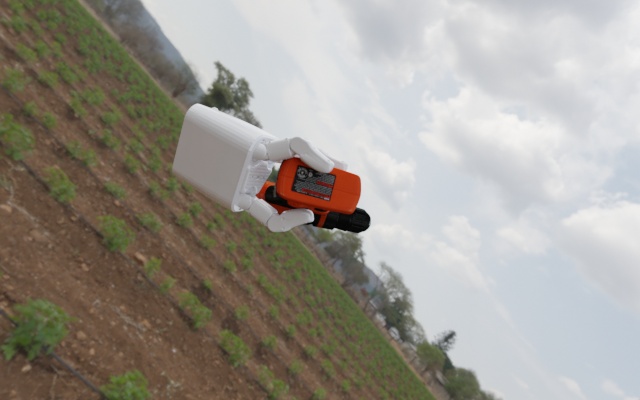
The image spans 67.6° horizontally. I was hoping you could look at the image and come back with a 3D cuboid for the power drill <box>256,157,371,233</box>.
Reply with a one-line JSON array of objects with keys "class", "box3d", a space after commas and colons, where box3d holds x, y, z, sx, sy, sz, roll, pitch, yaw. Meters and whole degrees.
[{"class": "power drill", "box3d": [0.000, 0.002, 0.675, 0.184, 0.057, 0.188, 13, -13, -6]}]
